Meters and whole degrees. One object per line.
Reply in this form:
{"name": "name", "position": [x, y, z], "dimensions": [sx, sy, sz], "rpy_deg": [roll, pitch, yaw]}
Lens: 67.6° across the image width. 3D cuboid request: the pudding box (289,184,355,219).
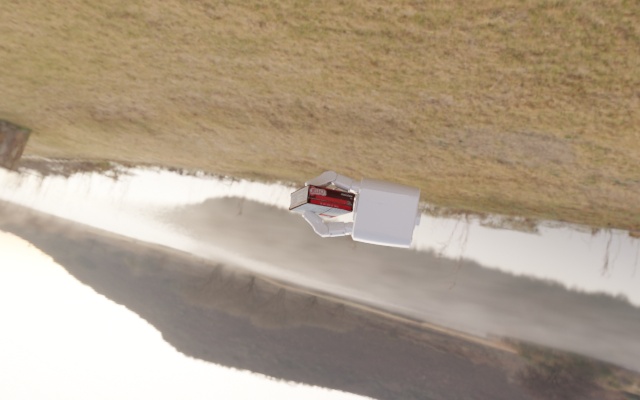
{"name": "pudding box", "position": [0.000, 0.003, 0.878], "dimensions": [0.090, 0.039, 0.113], "rpy_deg": [12, -14, -19]}
